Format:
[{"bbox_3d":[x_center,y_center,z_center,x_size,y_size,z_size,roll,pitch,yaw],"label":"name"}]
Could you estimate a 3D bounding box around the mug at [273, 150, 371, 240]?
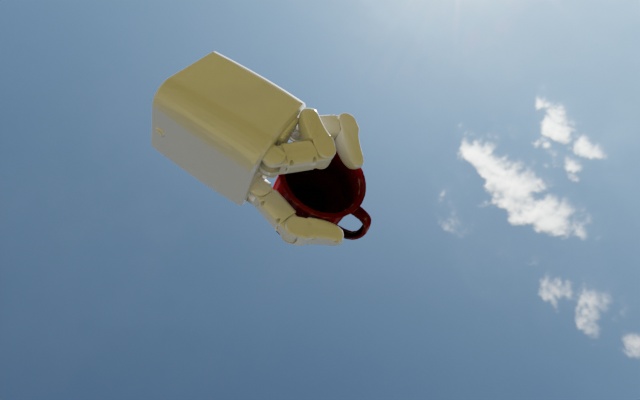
[{"bbox_3d":[0.001,0.002,0.509,0.117,0.093,0.081,33,-36,-1],"label":"mug"}]
